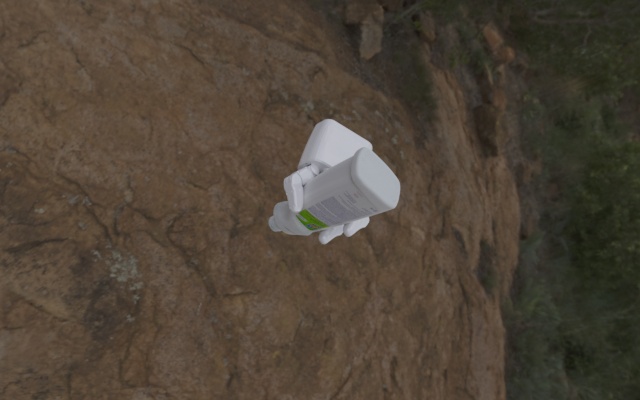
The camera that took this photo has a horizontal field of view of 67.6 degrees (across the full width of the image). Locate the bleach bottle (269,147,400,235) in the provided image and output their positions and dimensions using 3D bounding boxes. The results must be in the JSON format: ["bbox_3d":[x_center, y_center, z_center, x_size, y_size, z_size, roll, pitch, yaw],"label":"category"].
[{"bbox_3d":[0.000,0.003,0.772,0.251,0.068,0.103,-22,-51,41],"label":"bleach bottle"}]
